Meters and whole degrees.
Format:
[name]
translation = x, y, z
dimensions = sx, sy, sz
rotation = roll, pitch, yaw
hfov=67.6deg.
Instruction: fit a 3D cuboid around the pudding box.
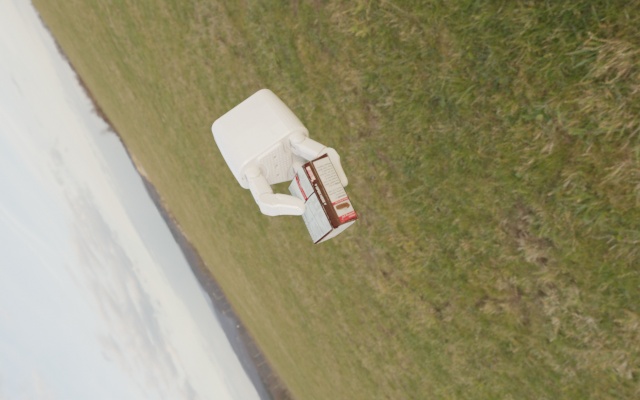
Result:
[pudding box]
translation = 0.000, 0.002, 0.608
dimensions = 0.039, 0.090, 0.113
rotation = -24, -7, -16
